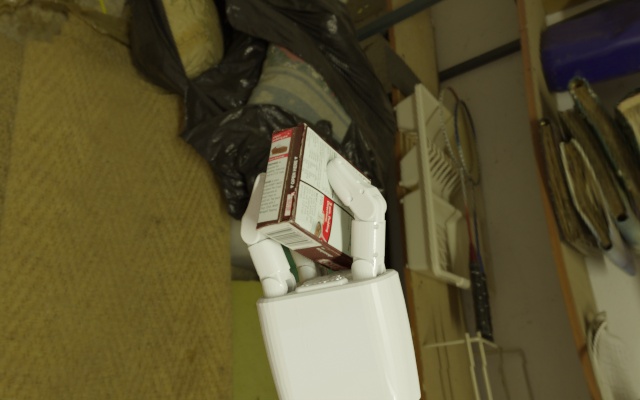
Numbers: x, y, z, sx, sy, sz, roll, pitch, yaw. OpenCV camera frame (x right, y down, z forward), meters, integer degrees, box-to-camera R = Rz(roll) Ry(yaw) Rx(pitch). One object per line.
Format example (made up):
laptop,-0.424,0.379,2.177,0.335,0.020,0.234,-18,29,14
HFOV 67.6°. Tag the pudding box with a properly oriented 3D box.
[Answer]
pudding box,0.000,0.001,0.409,0.039,0.090,0.113,-10,-29,32
